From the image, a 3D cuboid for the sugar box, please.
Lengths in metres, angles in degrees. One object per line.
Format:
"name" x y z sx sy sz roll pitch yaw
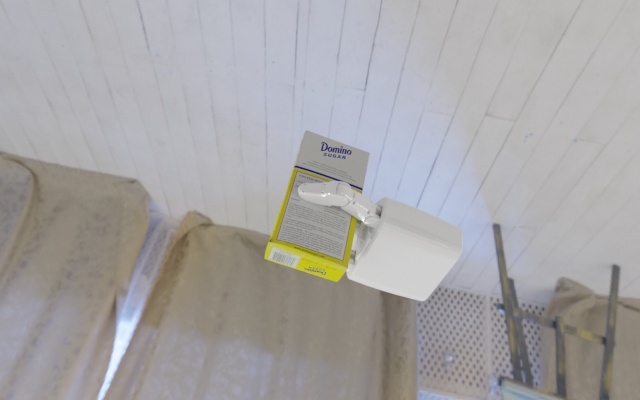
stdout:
"sugar box" 0.000 0.002 0.586 0.093 0.176 0.048 19 -38 -6
